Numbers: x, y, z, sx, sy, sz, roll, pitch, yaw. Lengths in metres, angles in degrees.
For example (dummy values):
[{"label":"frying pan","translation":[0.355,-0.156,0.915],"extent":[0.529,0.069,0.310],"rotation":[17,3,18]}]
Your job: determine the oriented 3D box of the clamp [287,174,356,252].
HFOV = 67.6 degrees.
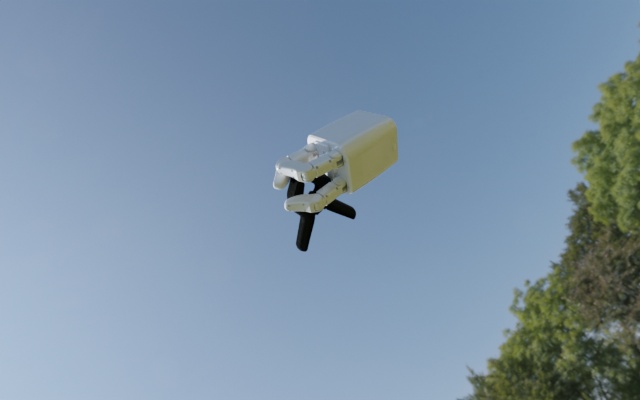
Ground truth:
[{"label":"clamp","translation":[0.000,0.002,0.792],"extent":[0.120,0.172,0.039],"rotation":[-31,48,-20]}]
